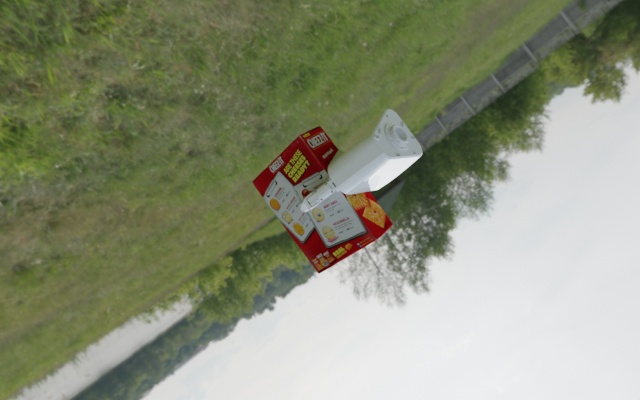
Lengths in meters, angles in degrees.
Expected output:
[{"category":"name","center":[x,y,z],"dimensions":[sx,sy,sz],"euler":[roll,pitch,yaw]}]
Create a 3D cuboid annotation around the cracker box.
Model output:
[{"category":"cracker box","center":[0.000,0.003,0.849],"dimensions":[0.164,0.213,0.072],"euler":[-38,-2,42]}]
